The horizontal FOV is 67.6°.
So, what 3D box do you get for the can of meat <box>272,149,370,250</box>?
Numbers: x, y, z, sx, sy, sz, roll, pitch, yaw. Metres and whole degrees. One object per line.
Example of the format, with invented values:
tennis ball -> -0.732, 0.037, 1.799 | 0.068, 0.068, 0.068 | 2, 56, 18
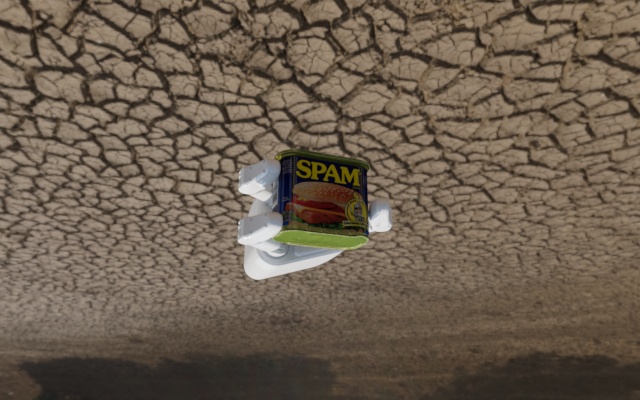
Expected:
can of meat -> 0.000, 0.002, 0.489 | 0.102, 0.084, 0.057 | 8, -22, -20
